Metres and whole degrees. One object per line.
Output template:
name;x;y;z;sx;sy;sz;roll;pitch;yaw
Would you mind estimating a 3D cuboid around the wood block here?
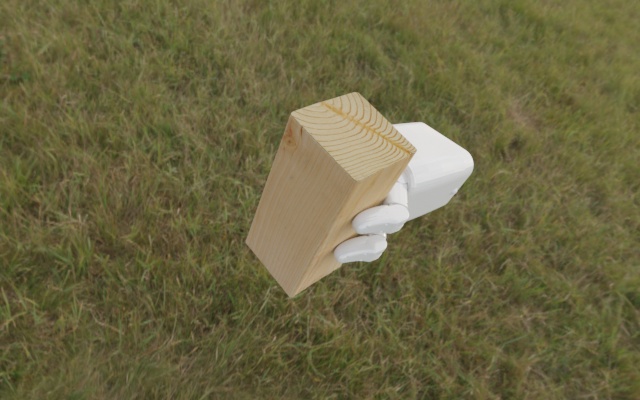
wood block;0.000;0.001;0.503;0.090;0.090;0.206;-27;-24;-37
